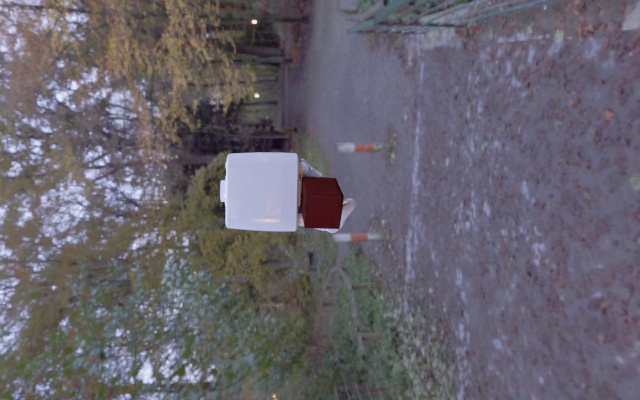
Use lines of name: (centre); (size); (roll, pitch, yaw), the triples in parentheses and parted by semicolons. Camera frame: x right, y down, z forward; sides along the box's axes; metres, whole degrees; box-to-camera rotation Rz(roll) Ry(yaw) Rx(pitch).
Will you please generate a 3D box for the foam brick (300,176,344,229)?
foam brick: (0.000, 0.002, 0.683); (0.051, 0.053, 0.078); (3, 20, -8)
